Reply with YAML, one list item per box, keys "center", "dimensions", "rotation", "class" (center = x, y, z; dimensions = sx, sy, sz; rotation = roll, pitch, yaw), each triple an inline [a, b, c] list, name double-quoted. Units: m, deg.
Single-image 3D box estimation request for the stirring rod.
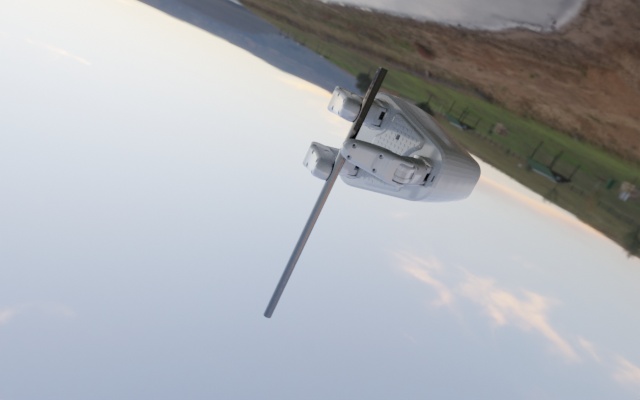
- center: [0.000, 0.001, 0.406]
  dimensions: [0.011, 0.239, 0.011]
  rotation: [23, 16, -7]
  class: "stirring rod"
